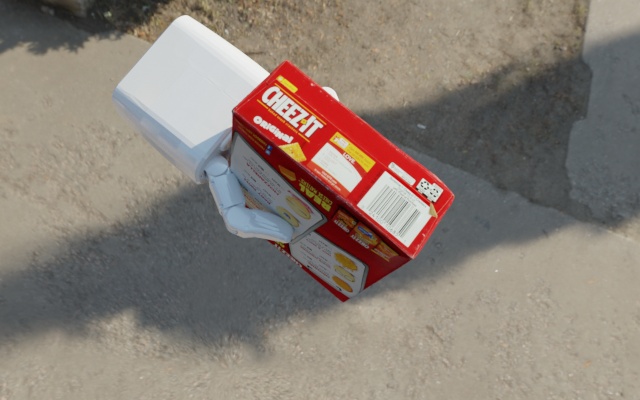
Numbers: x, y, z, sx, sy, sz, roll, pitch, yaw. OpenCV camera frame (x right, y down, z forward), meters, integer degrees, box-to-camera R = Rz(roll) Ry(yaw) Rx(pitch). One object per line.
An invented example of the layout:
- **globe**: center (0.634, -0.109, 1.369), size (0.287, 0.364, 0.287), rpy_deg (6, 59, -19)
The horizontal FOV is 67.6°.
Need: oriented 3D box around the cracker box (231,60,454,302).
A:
- **cracker box**: center (0.000, 0.001, 0.432), size (0.164, 0.072, 0.214), rpy_deg (39, -22, 5)
